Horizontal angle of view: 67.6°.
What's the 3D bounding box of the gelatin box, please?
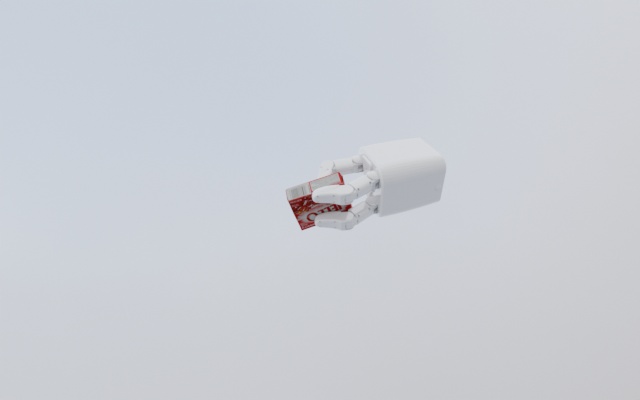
[{"bbox_3d":[0.000,0.002,0.731,0.089,0.030,0.073,-18,-43,3],"label":"gelatin box"}]
